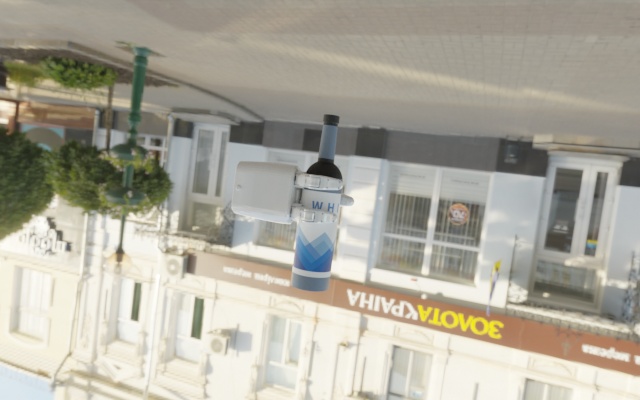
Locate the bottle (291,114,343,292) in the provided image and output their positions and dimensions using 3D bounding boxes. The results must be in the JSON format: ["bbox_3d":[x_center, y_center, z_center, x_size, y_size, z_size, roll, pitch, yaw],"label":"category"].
[{"bbox_3d":[0.000,0.003,0.813,0.069,0.296,0.069,7,4,0],"label":"bottle"}]
